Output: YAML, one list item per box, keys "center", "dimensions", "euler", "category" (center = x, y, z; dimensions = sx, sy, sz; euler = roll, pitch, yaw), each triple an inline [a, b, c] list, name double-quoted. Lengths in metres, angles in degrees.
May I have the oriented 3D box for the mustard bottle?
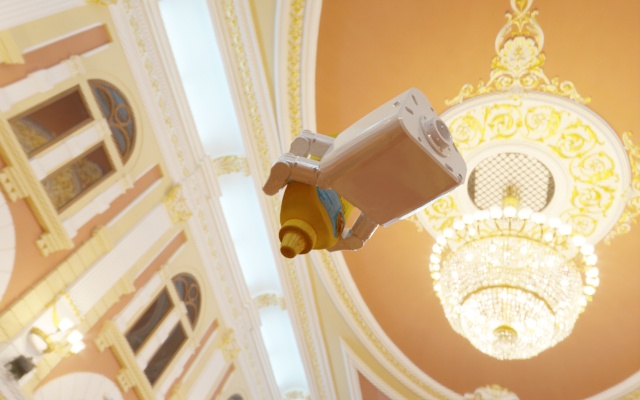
- center: [0.000, 0.002, 0.566]
  dimensions: [0.058, 0.096, 0.191]
  euler: [-5, 31, 27]
  category: "mustard bottle"
